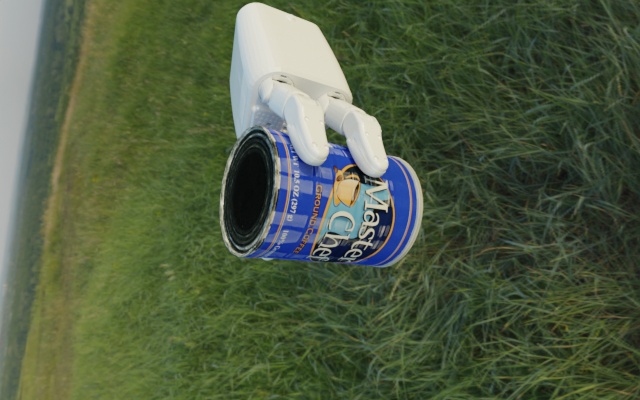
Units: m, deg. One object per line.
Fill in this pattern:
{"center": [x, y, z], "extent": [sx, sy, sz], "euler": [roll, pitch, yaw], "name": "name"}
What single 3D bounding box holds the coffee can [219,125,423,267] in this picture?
{"center": [0.000, 0.002, 0.403], "extent": [0.140, 0.103, 0.103], "euler": [9, -5, -32], "name": "coffee can"}
